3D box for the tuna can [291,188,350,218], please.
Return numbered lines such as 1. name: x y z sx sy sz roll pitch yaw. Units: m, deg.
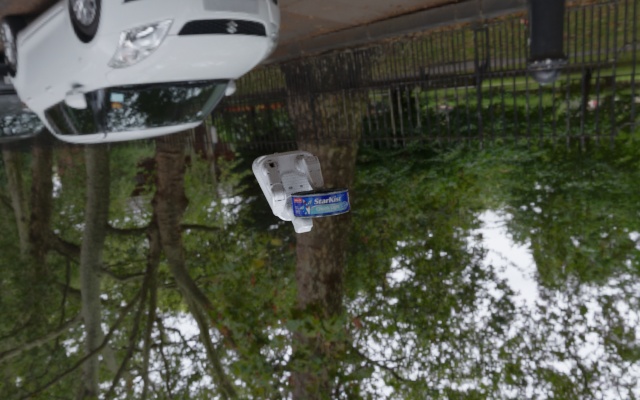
1. tuna can: 0.000 0.003 0.709 0.086 0.034 0.086 -6 6 1
